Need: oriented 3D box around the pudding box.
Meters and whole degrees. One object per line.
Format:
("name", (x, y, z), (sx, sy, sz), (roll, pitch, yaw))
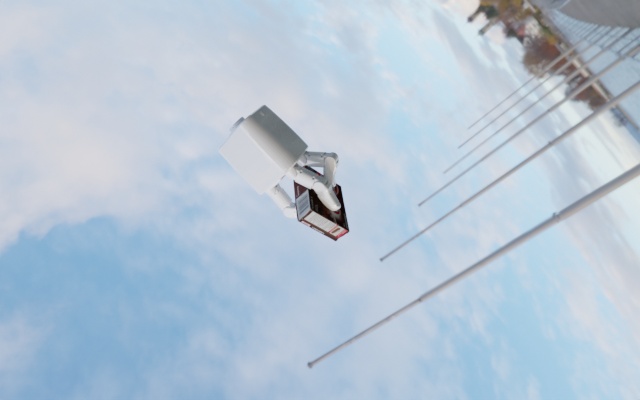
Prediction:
("pudding box", (0.000, 0.003, 0.810), (0.090, 0.113, 0.039), (30, -53, -33))
